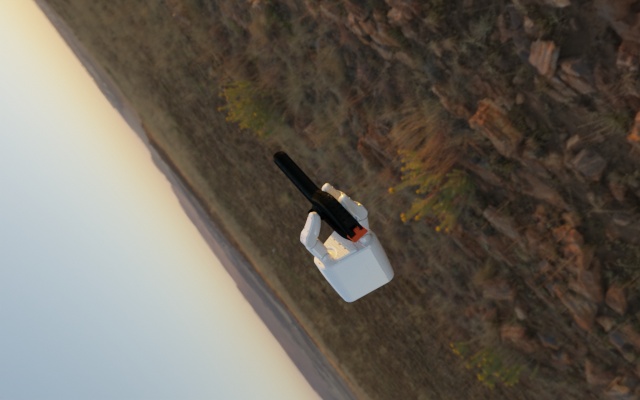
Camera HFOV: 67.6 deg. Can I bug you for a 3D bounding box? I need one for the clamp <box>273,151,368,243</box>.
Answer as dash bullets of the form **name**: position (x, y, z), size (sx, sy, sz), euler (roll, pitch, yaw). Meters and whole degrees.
- **clamp**: position (0.000, 0.003, 0.795), size (0.036, 0.165, 0.210), euler (-41, 36, -9)
